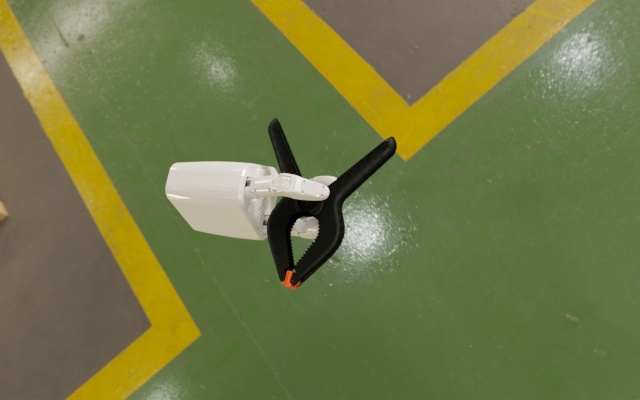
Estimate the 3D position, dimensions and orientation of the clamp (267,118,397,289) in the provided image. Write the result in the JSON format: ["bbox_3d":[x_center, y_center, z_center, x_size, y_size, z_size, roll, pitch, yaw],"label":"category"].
[{"bbox_3d":[0.000,0.002,0.567,0.164,0.210,0.036,5,-15,16],"label":"clamp"}]
